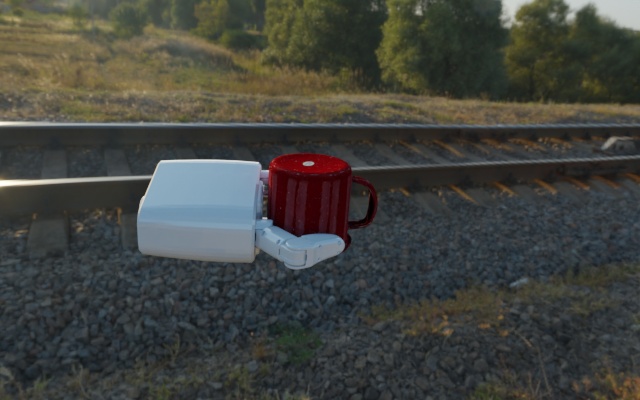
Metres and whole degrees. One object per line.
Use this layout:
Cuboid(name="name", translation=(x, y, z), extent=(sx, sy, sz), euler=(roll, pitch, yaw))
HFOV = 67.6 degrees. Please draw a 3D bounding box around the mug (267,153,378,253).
Cuboid(name="mug", translation=(0.002, 0.001, 0.479), extent=(0.117, 0.081, 0.093), euler=(2, 20, -5))
